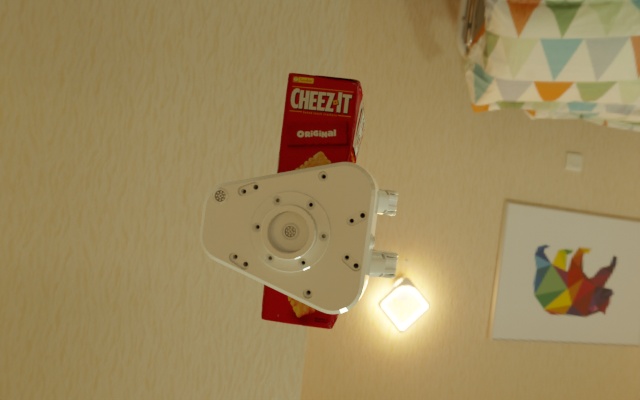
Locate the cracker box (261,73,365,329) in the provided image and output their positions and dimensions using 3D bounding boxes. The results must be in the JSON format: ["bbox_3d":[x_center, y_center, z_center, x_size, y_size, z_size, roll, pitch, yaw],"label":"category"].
[{"bbox_3d":[0.000,0.002,0.481,0.072,0.213,0.164,7,0,5],"label":"cracker box"}]
